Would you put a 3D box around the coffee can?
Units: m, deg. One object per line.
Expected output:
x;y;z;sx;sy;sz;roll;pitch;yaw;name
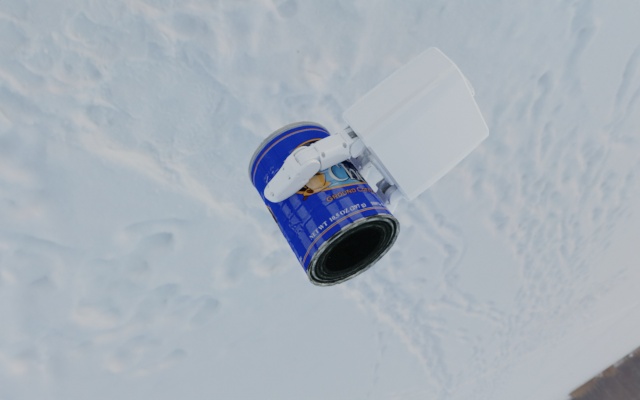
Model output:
0.000;0.002;0.492;0.103;0.140;0.103;-23;-34;-17;coffee can
